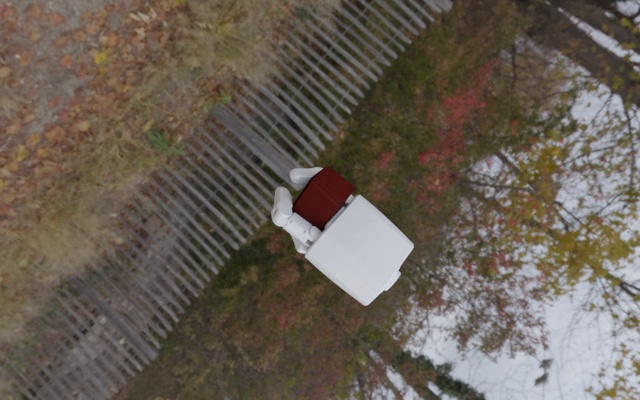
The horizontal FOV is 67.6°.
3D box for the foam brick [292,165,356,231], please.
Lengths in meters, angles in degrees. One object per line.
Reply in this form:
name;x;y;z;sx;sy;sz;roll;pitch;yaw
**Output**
foam brick;0.000;0.002;0.640;0.078;0.051;0.053;-54;-7;37
